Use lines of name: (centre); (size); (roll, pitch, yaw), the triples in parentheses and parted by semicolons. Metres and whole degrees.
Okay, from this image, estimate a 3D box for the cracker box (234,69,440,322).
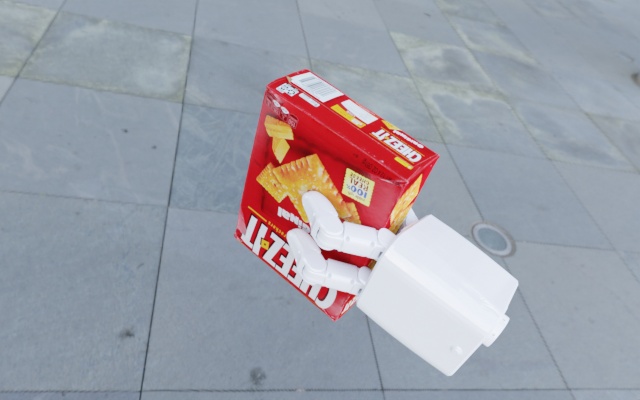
cracker box: (0.000, 0.001, 0.495); (0.164, 0.214, 0.072); (37, 43, 19)
